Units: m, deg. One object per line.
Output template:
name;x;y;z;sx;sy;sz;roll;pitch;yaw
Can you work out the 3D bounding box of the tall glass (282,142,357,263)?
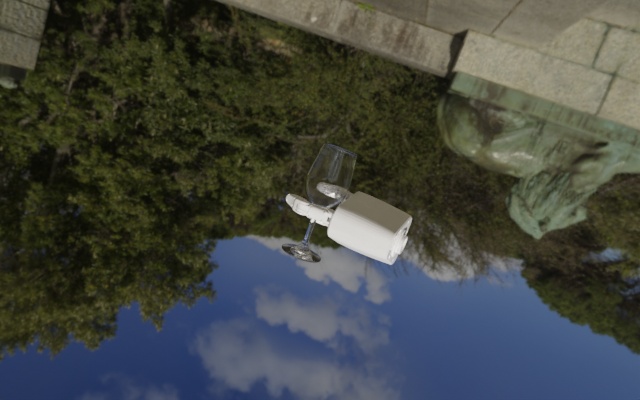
tall glass;0.000;0.003;0.835;0.079;0.201;0.079;19;10;-4
